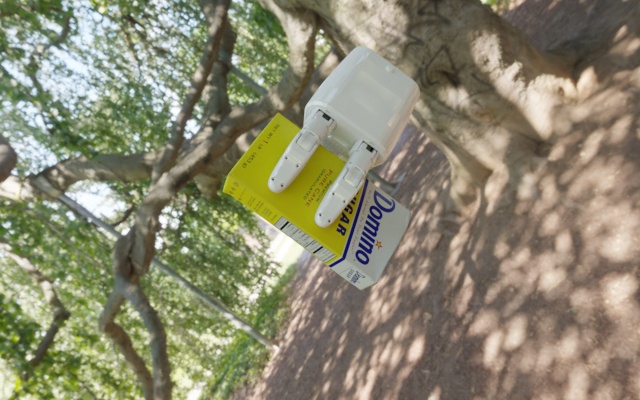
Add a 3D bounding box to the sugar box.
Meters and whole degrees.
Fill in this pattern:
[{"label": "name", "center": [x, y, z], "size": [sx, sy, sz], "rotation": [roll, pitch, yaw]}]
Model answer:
[{"label": "sugar box", "center": [0.000, 0.001, 0.483], "size": [0.176, 0.093, 0.048], "rotation": [35, -28, -4]}]
